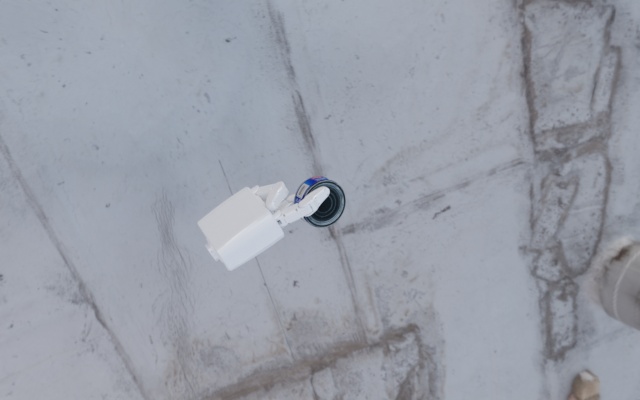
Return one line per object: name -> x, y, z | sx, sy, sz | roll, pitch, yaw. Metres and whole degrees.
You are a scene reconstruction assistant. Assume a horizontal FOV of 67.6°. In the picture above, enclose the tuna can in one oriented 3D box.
tuna can -> 0.000, 0.003, 0.818 | 0.086, 0.086, 0.033 | 0, 13, -27
